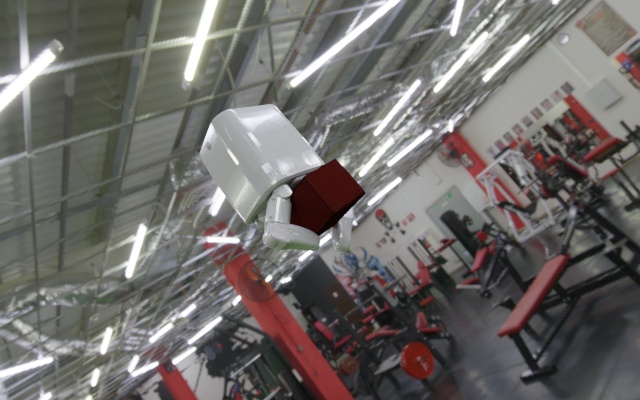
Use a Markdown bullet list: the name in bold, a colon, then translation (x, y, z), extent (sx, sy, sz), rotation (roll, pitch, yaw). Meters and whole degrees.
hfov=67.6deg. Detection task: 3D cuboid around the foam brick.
- **foam brick**: translation (0.000, 0.002, 0.522), extent (0.053, 0.051, 0.078), rotation (-31, -11, -38)
